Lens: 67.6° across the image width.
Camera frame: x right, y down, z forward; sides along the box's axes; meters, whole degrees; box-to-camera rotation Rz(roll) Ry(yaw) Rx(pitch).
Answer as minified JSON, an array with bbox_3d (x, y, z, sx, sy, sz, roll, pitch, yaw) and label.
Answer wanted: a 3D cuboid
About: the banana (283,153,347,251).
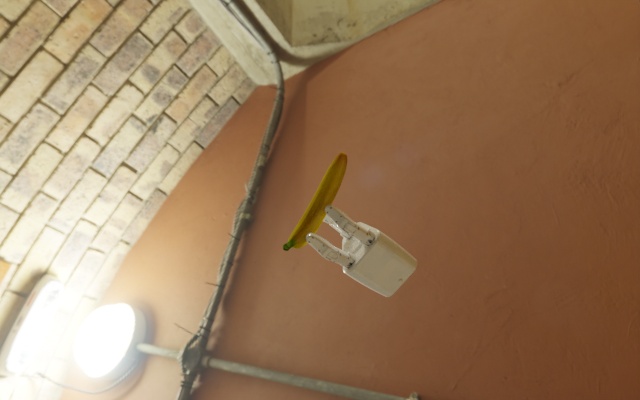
[{"bbox_3d":[-0.002,0.009,0.838,0.037,0.197,0.069,29,-10,3],"label":"banana"}]
